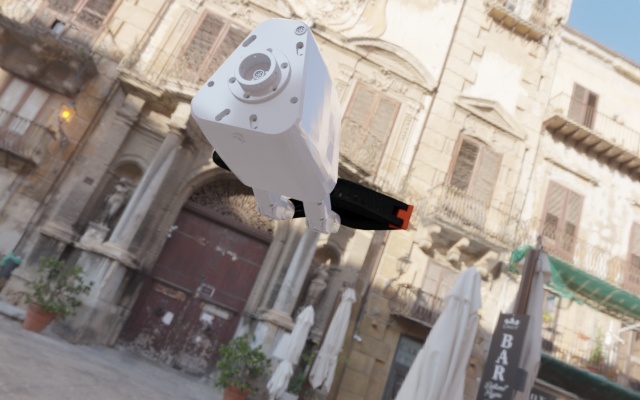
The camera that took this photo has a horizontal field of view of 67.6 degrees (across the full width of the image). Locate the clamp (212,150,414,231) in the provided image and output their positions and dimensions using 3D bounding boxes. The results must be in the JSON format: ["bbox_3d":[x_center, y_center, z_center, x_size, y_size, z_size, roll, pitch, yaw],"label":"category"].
[{"bbox_3d":[0.001,0.001,0.536,0.210,0.036,0.165,14,-18,20],"label":"clamp"}]
